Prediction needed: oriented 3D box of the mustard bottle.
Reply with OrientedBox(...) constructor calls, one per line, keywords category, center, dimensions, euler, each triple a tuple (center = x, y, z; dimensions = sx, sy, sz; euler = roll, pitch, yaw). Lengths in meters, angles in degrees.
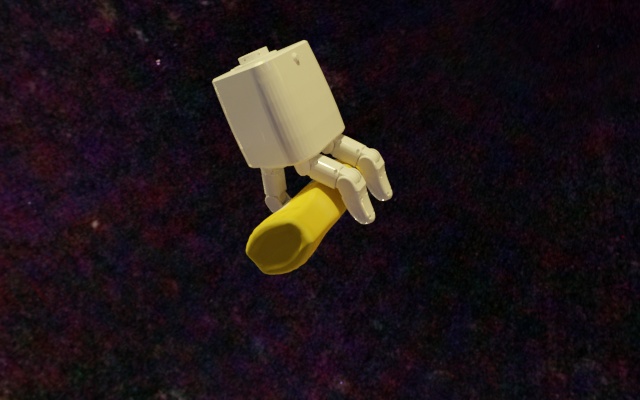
OrientedBox(category="mustard bottle", center=(0.000, 0.002, 0.541), dimensions=(0.096, 0.058, 0.191), euler=(-39, 5, 42))
